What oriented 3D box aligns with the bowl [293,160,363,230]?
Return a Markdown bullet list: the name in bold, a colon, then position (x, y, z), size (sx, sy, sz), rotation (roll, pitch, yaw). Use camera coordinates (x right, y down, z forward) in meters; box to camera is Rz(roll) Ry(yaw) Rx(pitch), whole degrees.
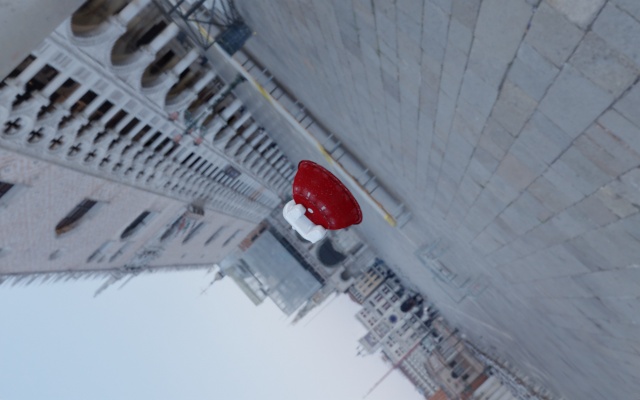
- **bowl**: position (0.000, 0.003, 0.883), size (0.055, 0.162, 0.162), rotation (-45, 18, -19)
